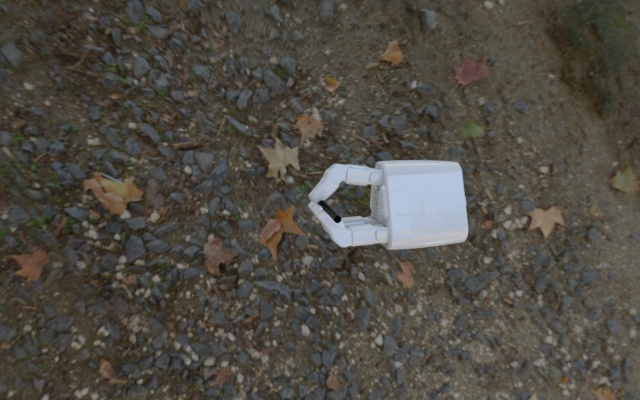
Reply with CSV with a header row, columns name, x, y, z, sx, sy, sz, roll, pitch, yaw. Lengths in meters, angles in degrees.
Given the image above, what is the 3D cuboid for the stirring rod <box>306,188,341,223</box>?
name,x,y,z,sx,sy,sz,roll,pitch,yaw
stirring rod,0.000,0.002,0.619,0.011,0.011,0.239,0,9,-9
